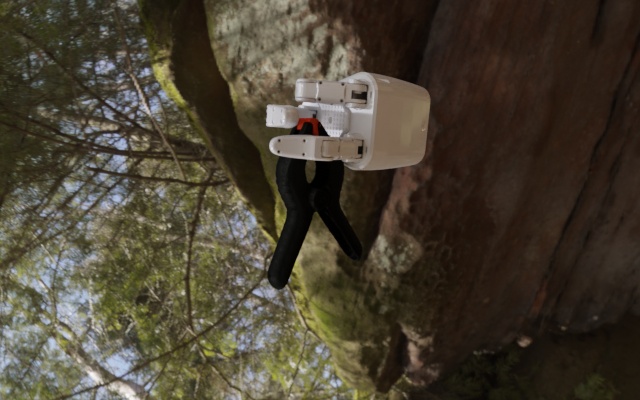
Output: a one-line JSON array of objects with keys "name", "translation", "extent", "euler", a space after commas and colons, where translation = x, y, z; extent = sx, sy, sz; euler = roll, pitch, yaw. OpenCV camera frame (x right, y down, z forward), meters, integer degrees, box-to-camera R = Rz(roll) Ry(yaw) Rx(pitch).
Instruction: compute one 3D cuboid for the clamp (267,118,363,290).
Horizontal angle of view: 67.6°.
[{"name": "clamp", "translation": [0.000, 0.001, 0.498], "extent": [0.120, 0.171, 0.039], "euler": [-5, 13, -45]}]
